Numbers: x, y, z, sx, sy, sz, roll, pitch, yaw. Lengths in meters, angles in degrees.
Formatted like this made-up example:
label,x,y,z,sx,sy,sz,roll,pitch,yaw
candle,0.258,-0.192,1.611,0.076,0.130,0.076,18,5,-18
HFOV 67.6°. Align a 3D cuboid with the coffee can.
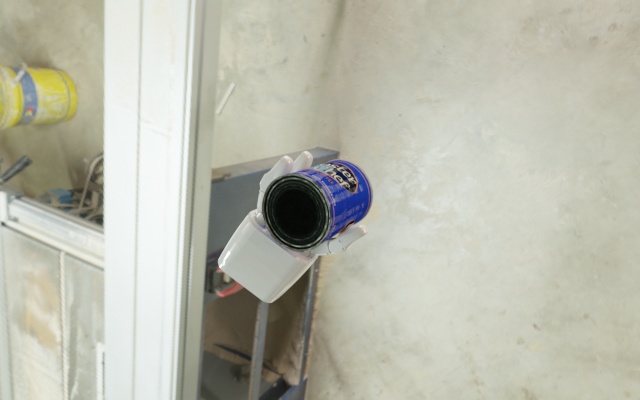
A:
label,x,y,z,sx,sy,sz,roll,pitch,yaw
coffee can,0.000,0.002,0.662,0.103,0.103,0.140,0,12,28
